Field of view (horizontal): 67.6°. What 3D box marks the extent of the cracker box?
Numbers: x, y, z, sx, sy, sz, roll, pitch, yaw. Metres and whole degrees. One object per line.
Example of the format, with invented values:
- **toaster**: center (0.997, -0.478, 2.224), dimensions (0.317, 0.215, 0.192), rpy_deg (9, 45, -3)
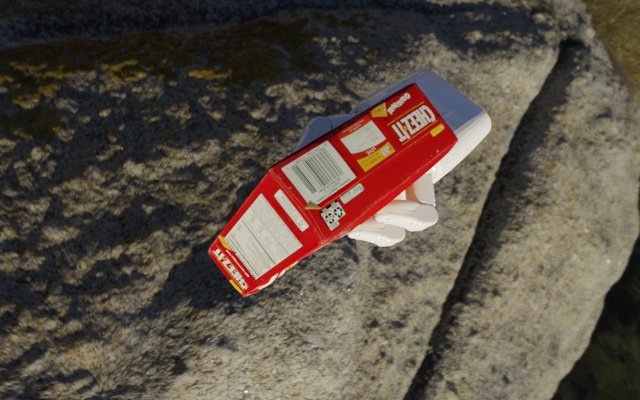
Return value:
- **cracker box**: center (0.000, 0.001, 0.443), dimensions (0.164, 0.072, 0.214), rpy_deg (-35, -3, -32)
